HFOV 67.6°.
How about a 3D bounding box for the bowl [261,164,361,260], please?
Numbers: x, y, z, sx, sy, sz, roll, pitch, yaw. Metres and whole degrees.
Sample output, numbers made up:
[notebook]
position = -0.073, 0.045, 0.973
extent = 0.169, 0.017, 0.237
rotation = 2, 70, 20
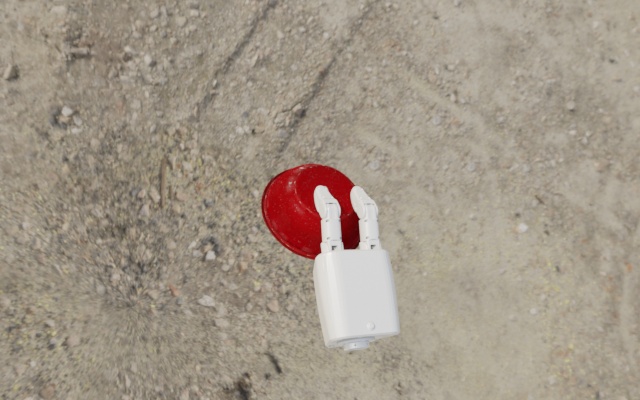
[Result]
[bowl]
position = 0.000, 0.001, 0.680
extent = 0.162, 0.162, 0.055
rotation = 0, -34, -22
